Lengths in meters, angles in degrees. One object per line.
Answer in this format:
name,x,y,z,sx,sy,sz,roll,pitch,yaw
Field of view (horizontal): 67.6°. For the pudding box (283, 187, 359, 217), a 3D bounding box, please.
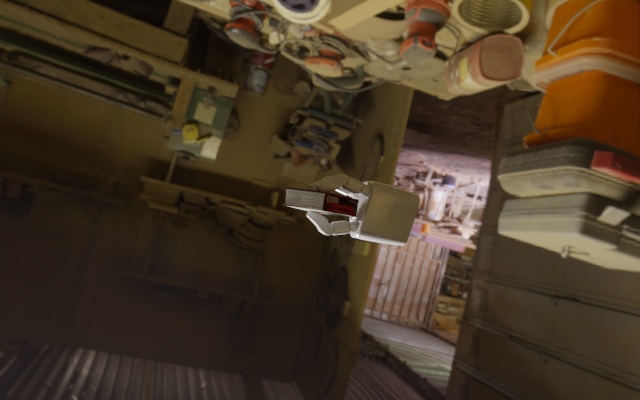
pudding box,0.000,0.003,0.889,0.113,0.039,0.090,5,-6,45
